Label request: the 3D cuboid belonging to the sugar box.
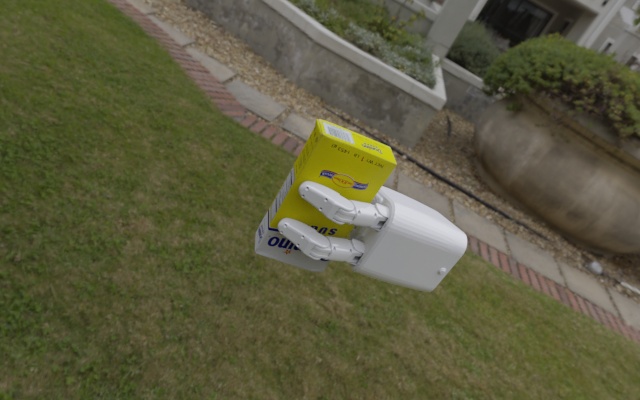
[{"bbox_3d":[0.000,0.002,0.546,0.093,0.176,0.048,20,29,-19],"label":"sugar box"}]
